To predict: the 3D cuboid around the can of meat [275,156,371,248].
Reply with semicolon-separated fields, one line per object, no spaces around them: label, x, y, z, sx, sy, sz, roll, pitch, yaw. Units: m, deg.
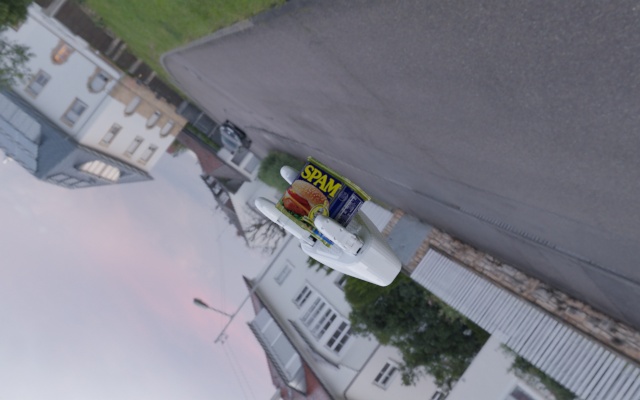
can of meat;0.000;0.002;0.628;0.102;0.084;0.057;35;-2;40
